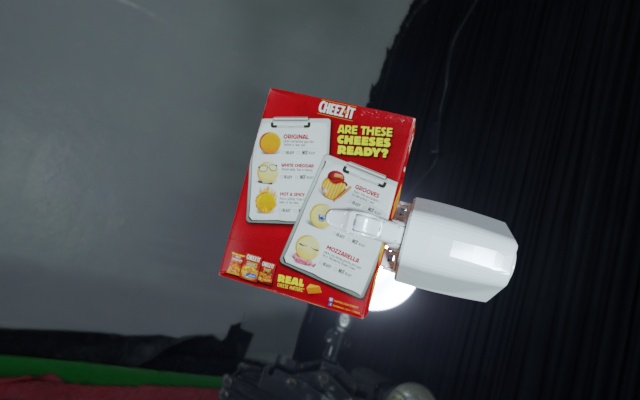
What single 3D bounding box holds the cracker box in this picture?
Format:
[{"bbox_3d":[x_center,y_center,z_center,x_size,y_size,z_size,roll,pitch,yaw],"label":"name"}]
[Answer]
[{"bbox_3d":[0.000,0.002,0.530,0.164,0.213,0.072,14,-3,11],"label":"cracker box"}]
